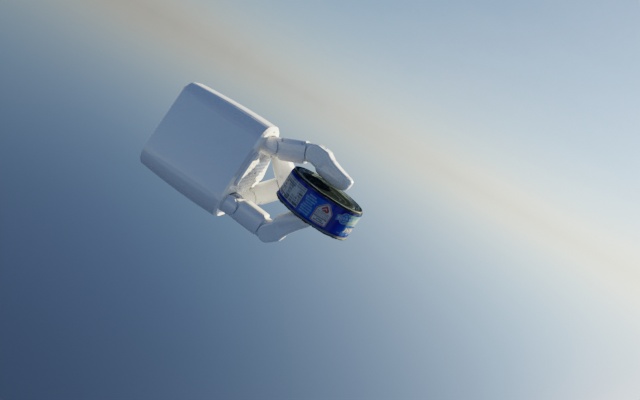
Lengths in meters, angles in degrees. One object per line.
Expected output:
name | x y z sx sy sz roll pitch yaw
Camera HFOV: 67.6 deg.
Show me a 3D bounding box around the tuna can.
tuna can | 0.000 0.001 0.483 0.086 0.034 0.086 33 11 -7
